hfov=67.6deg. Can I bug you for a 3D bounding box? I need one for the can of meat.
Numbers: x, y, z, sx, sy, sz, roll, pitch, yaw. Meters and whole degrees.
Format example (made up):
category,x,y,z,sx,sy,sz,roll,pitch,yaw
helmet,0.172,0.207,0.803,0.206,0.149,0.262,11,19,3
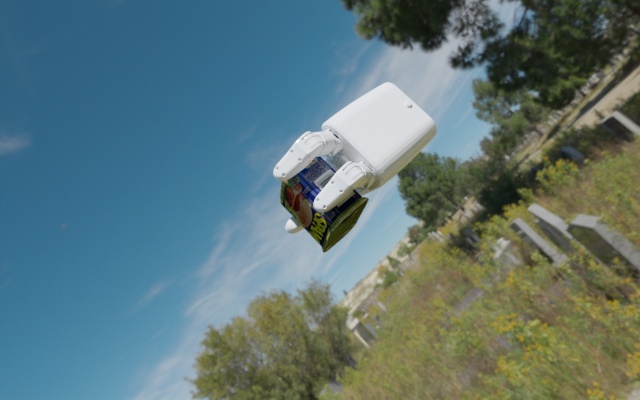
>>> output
category,x,y,z,sx,sy,sz,roll,pitch,yaw
can of meat,0.000,0.002,0.551,0.057,0.084,0.102,-40,-13,-21
